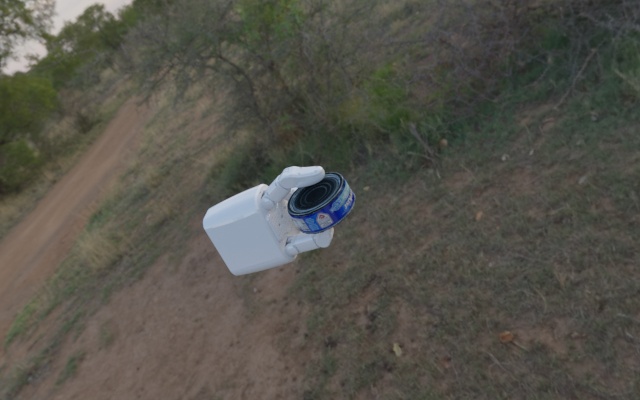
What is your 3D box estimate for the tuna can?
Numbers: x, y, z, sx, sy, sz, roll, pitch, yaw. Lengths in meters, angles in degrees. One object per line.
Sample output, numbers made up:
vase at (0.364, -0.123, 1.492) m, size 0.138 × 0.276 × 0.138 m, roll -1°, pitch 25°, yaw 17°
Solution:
tuna can at (0.000, 0.002, 0.616) m, size 0.086 × 0.034 × 0.086 m, roll -24°, pitch 30°, yaw 15°
